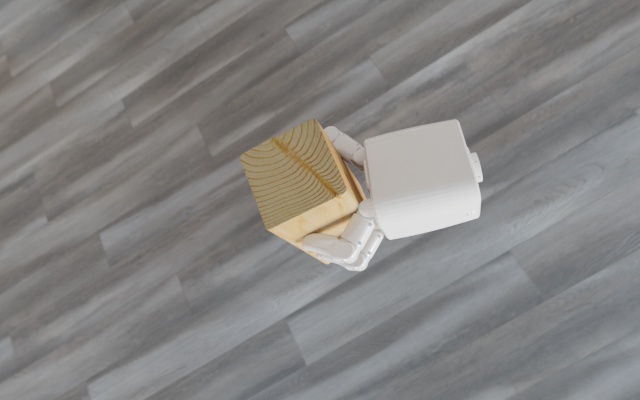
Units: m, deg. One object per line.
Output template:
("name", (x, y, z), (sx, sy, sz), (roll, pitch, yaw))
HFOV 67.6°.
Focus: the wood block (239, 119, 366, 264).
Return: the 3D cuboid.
("wood block", (0.000, 0.001, 0.559), (0.090, 0.090, 0.206), (-26, -22, 8))
